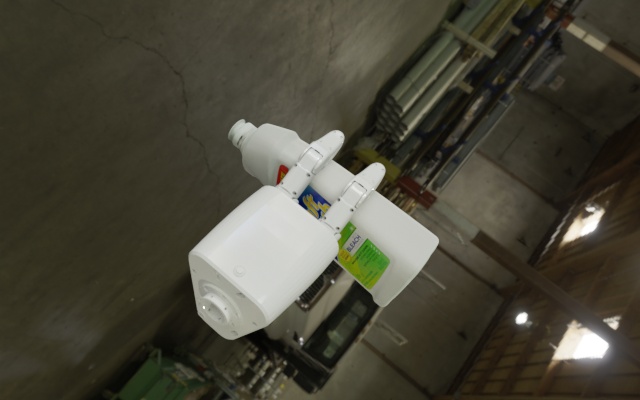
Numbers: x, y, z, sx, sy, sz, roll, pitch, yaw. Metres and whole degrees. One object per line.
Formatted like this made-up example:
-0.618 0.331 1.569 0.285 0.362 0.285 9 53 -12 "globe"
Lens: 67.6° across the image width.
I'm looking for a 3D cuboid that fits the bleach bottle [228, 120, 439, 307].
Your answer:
0.000 0.002 0.524 0.068 0.251 0.103 -44 -12 -39 "bleach bottle"
